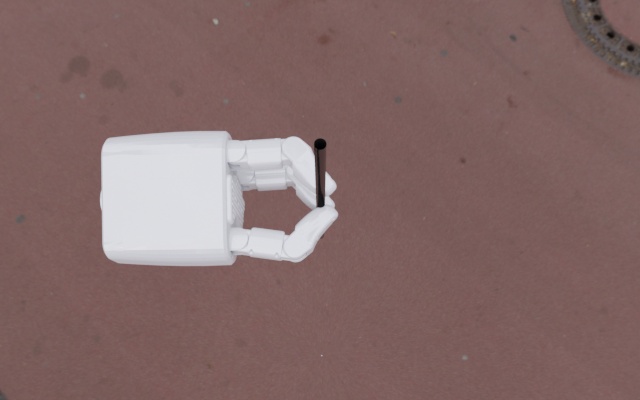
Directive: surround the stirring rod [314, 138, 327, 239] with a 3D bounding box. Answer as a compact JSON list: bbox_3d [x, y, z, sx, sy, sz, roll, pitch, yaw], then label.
[{"bbox_3d":[0.000,0.001,0.417,0.011,0.011,0.240,0,-18,0],"label":"stirring rod"}]
